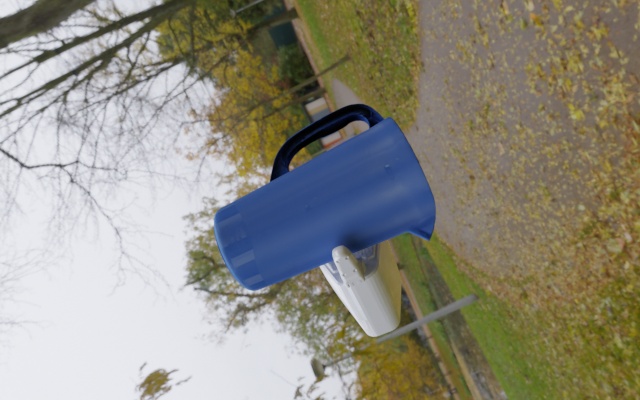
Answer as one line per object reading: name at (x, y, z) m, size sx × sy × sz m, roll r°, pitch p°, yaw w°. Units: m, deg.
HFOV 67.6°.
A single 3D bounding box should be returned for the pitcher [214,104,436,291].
pitcher at (0.000, 0.002, 0.565) m, size 0.243 × 0.145 × 0.149 m, roll -25°, pitch 29°, yaw 4°
